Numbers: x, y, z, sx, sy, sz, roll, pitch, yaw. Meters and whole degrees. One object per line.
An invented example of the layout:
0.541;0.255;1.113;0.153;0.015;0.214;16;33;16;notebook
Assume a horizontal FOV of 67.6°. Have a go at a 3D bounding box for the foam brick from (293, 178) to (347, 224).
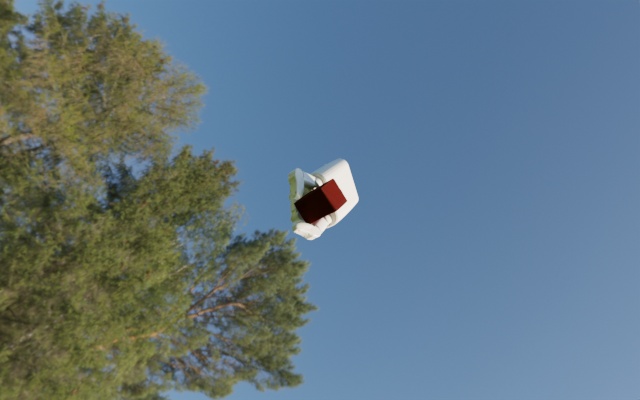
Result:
0.000;0.003;0.891;0.078;0.053;0.051;-28;6;39;foam brick
